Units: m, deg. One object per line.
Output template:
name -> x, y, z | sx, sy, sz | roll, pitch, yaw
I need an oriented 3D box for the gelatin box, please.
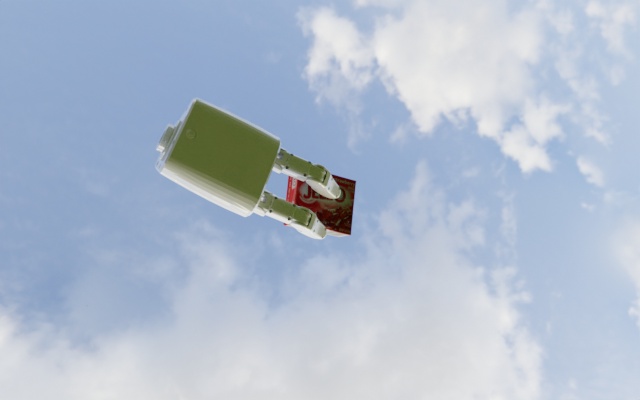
gelatin box -> 0.000, 0.002, 0.601 | 0.089, 0.073, 0.030 | 14, -15, -31
